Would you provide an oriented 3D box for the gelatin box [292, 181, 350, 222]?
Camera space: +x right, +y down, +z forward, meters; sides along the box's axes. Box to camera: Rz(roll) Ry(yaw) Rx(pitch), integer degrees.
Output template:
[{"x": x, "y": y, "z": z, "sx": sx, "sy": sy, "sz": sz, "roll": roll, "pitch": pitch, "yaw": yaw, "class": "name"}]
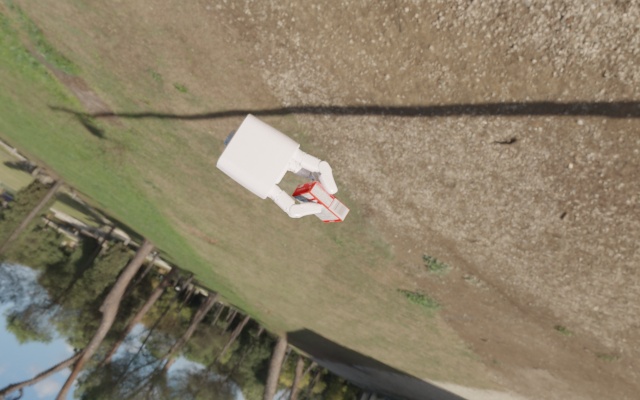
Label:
[{"x": 0.000, "y": 0.003, "z": 0.888, "sx": 0.089, "sy": 0.030, "sz": 0.073, "roll": 41, "pitch": -21, "yaw": -18, "class": "gelatin box"}]
